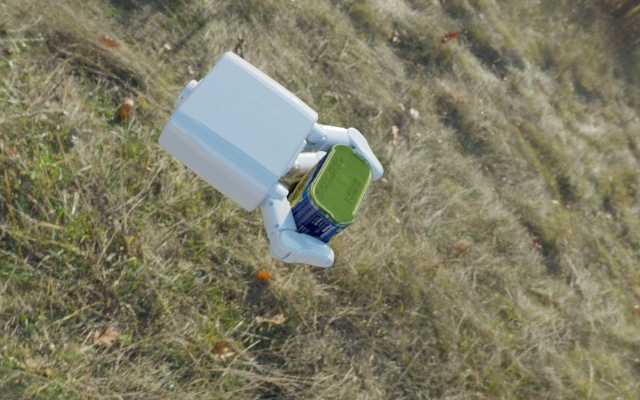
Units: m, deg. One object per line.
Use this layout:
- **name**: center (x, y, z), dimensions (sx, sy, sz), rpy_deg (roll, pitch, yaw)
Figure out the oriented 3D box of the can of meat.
- **can of meat**: center (0.000, 0.001, 0.474), dimensions (0.057, 0.102, 0.084), rpy_deg (38, -45, -10)
